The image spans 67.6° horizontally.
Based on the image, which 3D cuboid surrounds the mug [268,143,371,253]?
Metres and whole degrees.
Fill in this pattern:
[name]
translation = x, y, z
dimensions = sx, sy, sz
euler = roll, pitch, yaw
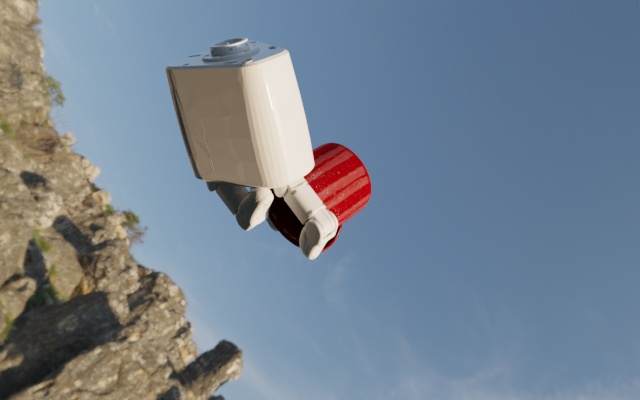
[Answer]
[mug]
translation = 0.001, 0.003, 0.500
dimensions = 0.093, 0.117, 0.081
euler = 19, 41, 41
